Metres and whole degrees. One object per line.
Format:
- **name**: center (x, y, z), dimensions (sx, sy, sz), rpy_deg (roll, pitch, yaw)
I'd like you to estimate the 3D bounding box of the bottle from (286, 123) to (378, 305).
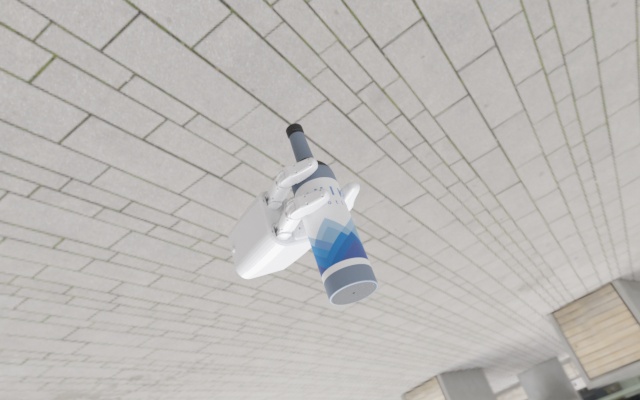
- **bottle**: center (0.000, 0.002, 0.688), dimensions (0.069, 0.295, 0.069), rpy_deg (-14, -33, -9)
